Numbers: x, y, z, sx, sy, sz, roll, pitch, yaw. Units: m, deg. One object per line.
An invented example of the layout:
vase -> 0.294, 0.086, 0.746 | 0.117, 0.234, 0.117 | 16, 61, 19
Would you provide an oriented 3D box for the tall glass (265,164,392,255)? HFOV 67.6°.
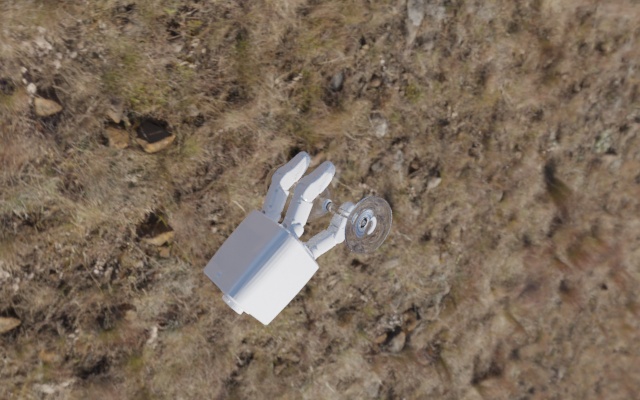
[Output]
tall glass -> 0.001, 0.002, 0.645 | 0.079, 0.079, 0.201 | 0, 17, -37
